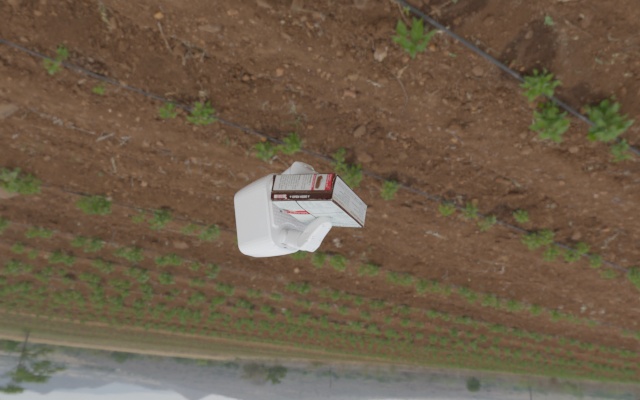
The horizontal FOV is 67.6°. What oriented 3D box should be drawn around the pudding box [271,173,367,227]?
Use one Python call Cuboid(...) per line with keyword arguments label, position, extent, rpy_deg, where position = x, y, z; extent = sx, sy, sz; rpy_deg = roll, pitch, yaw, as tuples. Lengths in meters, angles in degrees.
Cuboid(label="pudding box", position=(0.000, 0.002, 0.623), extent=(0.090, 0.039, 0.113), rpy_deg=(-1, -19, 26))
